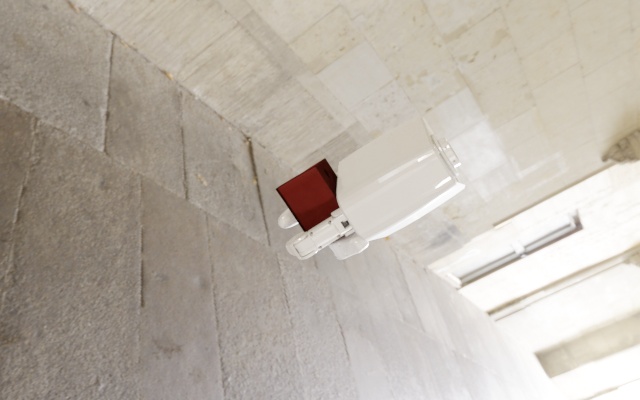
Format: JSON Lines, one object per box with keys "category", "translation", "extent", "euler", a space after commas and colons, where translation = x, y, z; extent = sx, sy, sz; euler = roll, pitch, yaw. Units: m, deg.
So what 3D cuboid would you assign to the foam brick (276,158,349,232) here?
{"category": "foam brick", "translation": [0.000, 0.002, 0.514], "extent": [0.051, 0.078, 0.053], "euler": [-32, 5, 19]}
